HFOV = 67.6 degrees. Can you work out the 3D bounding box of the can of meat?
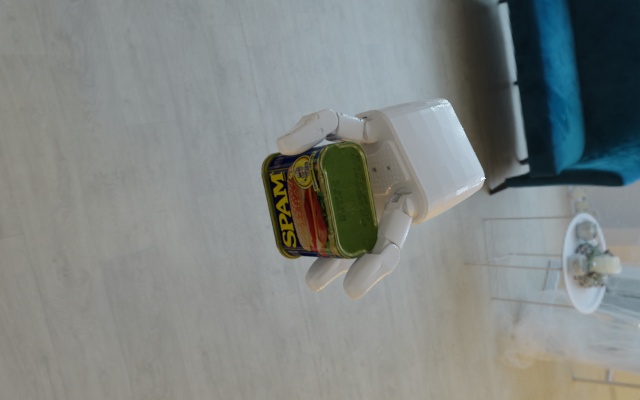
[{"bbox_3d":[0.000,0.001,0.422,0.057,0.102,0.084,-16,7,-39],"label":"can of meat"}]
